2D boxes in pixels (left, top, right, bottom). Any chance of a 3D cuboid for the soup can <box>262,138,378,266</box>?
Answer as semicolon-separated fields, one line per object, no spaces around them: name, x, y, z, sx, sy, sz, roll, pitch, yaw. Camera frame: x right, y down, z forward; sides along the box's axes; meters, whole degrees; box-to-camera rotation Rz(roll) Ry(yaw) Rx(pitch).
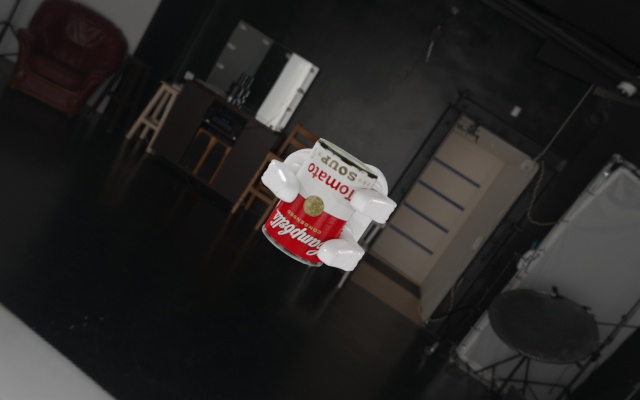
soup can;0.000;0.001;0.451;0.068;0.102;0.068;32;11;-7
